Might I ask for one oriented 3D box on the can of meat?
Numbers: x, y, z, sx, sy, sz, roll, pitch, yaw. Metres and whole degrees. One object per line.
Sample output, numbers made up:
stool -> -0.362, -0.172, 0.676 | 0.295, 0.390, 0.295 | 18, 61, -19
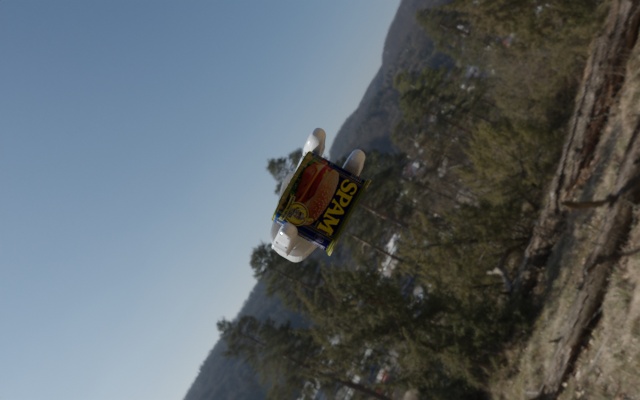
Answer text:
can of meat -> 0.000, 0.002, 0.578 | 0.084, 0.102, 0.057 | 29, -10, 4
